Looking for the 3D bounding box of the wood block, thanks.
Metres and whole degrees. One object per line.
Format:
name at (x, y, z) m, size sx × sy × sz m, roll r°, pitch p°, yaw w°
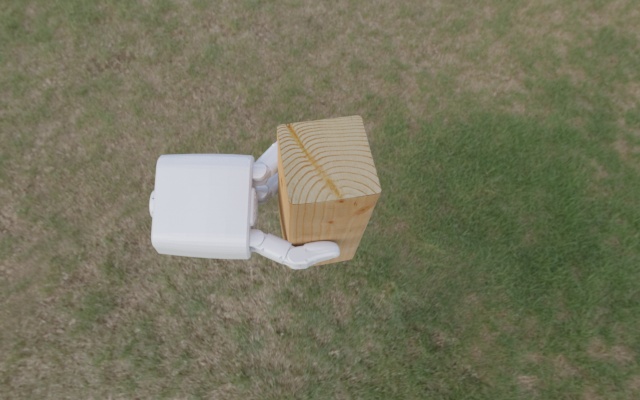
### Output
wood block at (0.000, 0.002, 0.553) m, size 0.090 × 0.090 × 0.206 m, roll -8°, pitch -23°, yaw -8°
